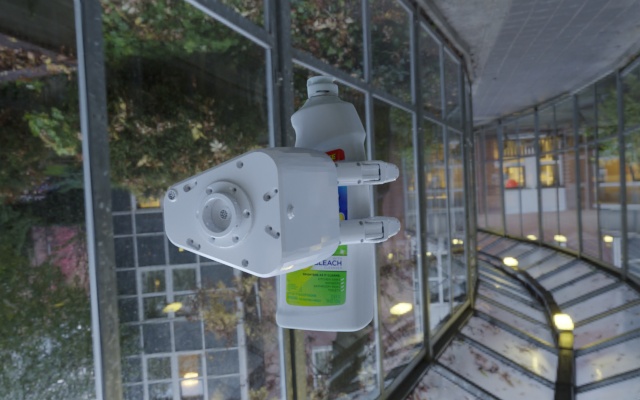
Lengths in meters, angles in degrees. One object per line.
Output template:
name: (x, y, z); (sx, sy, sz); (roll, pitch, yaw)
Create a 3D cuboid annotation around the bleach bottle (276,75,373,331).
bleach bottle: (0.000, 0.002, 0.492); (0.102, 0.251, 0.068); (-2, 2, 22)
